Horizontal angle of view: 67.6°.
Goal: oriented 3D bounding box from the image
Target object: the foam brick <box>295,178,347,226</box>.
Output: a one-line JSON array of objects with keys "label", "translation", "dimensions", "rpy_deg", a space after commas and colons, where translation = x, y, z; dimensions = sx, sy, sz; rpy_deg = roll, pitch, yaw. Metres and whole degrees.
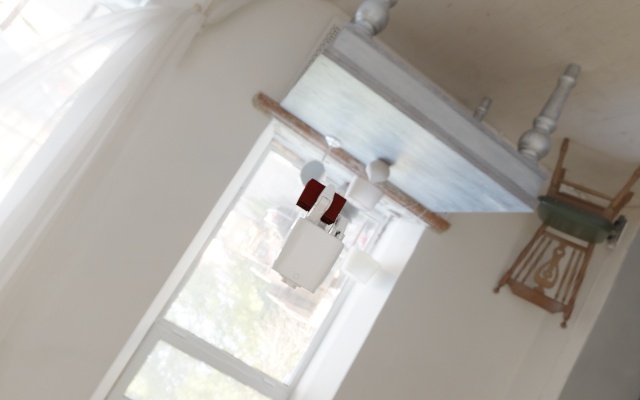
[{"label": "foam brick", "translation": [0.000, 0.003, 0.881], "dimensions": [0.078, 0.051, 0.053], "rpy_deg": [32, -11, -4]}]
